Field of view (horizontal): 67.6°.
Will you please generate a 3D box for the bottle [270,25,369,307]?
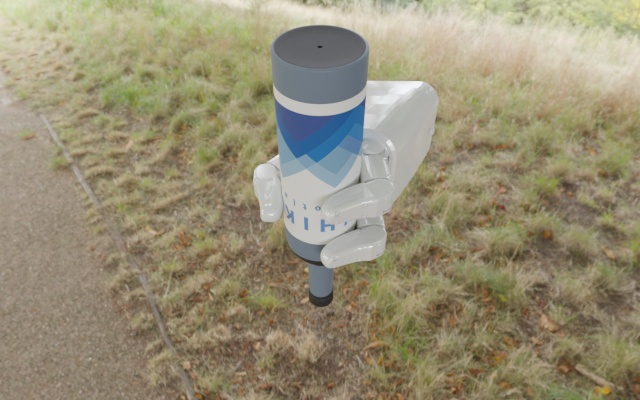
[{"bbox_3d":[0.000,0.001,0.422,0.069,0.296,0.069,0,45,0],"label":"bottle"}]
